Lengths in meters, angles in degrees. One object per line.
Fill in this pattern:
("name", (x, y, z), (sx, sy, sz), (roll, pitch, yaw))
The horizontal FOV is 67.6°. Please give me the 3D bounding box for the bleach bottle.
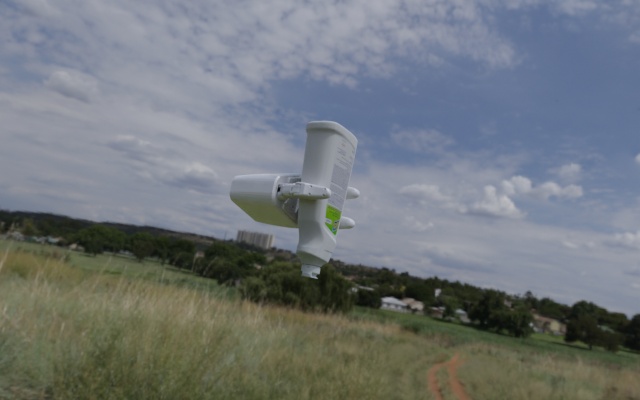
("bleach bottle", (0.000, 0.003, 0.796), (0.068, 0.250, 0.102), (4, -12, 33))
